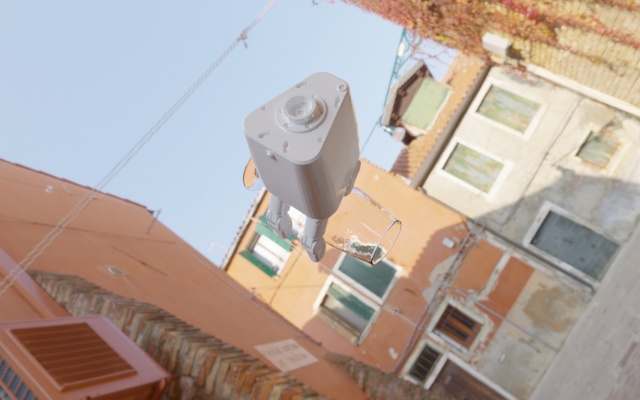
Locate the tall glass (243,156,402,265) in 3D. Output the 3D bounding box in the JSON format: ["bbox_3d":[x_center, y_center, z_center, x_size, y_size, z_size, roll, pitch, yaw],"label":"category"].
[{"bbox_3d":[0.000,0.002,0.596,0.201,0.079,0.079,32,14,23],"label":"tall glass"}]
